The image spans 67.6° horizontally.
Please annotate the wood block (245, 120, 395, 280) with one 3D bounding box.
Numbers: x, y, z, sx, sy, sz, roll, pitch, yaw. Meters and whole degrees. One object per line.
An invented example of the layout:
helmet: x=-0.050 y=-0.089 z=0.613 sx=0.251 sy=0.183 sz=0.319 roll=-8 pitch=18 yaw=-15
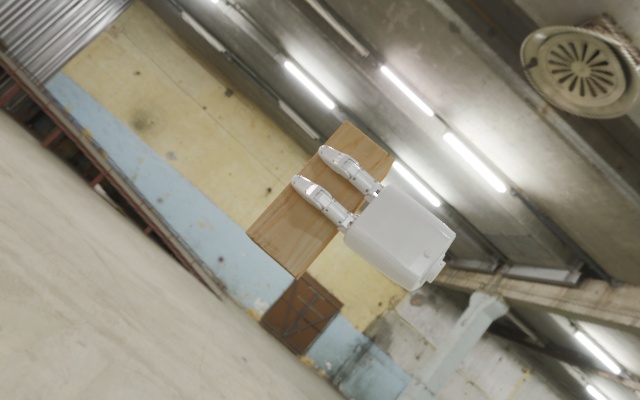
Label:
wood block: x=0.000 y=0.002 z=0.671 sx=0.090 sy=0.206 sz=0.091 roll=40 pitch=-11 yaw=8
